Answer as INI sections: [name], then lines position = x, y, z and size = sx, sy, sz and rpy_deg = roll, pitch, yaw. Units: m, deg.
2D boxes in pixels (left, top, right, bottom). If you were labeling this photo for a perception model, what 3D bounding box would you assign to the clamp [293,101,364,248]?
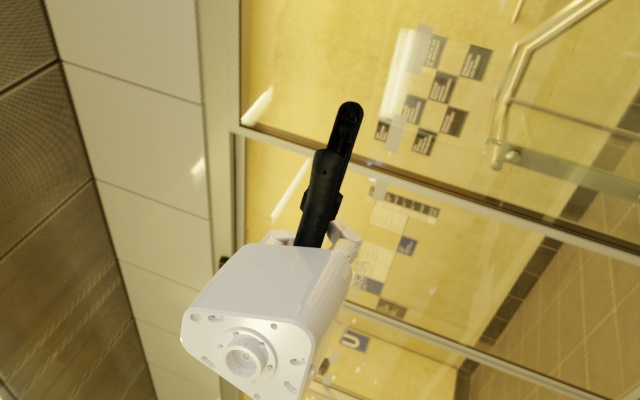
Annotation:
[clamp]
position = -0.001, 0.001, 0.437
size = 0.039, 0.171, 0.120
rpy_deg = 19, 25, 10
